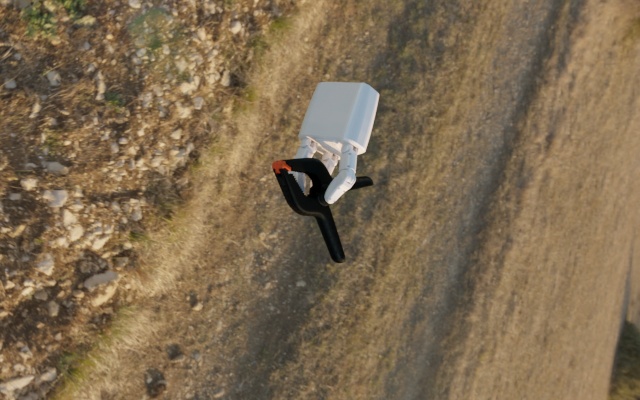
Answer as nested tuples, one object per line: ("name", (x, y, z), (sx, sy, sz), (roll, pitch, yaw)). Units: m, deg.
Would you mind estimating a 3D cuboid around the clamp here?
("clamp", (0.000, 0.002, 0.780), (0.036, 0.164, 0.210), (1, -20, 47))
